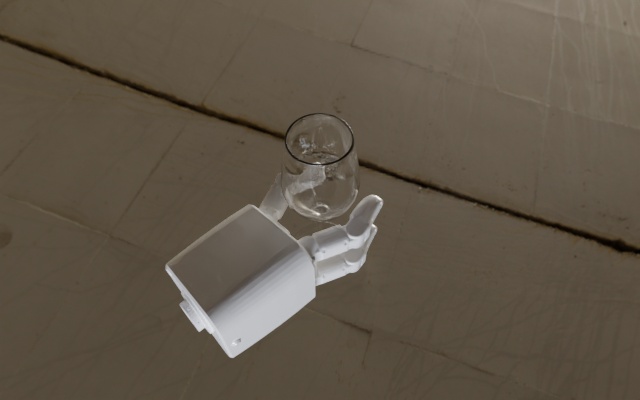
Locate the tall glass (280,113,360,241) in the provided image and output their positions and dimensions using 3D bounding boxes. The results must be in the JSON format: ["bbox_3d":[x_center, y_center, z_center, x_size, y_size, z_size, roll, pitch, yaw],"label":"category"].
[{"bbox_3d":[0.000,0.002,0.501,0.079,0.079,0.201,0,-35,1],"label":"tall glass"}]
